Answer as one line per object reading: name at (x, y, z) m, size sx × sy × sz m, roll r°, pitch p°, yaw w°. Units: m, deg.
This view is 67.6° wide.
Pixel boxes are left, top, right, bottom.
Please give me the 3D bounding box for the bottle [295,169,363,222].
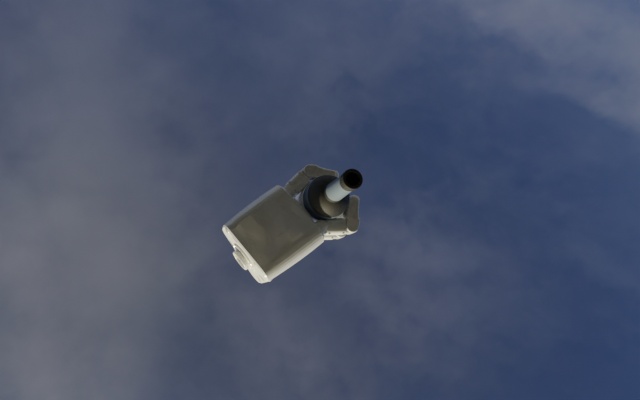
bottle at (0.000, 0.002, 0.746) m, size 0.069 × 0.069 × 0.296 m, roll 0°, pitch -12°, yaw -17°
